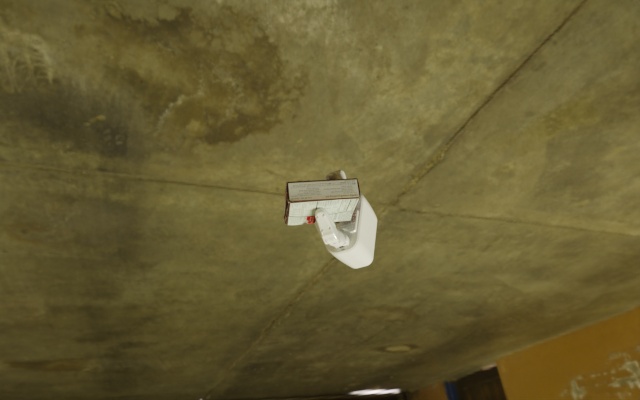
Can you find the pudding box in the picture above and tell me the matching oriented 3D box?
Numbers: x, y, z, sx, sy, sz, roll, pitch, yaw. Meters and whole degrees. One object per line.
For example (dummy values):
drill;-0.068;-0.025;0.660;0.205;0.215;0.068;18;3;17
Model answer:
pudding box;0.000;0.003;0.746;0.113;0.039;0.090;-5;-25;-9
